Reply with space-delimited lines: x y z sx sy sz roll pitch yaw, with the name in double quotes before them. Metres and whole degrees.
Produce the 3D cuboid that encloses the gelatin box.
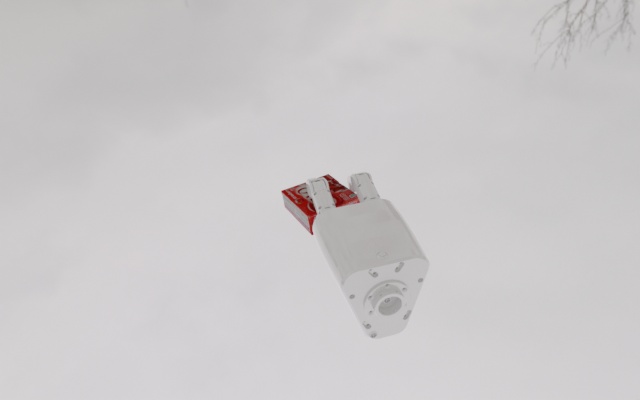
"gelatin box" 0.000 0.002 0.620 0.073 0.030 0.089 -21 31 -19
